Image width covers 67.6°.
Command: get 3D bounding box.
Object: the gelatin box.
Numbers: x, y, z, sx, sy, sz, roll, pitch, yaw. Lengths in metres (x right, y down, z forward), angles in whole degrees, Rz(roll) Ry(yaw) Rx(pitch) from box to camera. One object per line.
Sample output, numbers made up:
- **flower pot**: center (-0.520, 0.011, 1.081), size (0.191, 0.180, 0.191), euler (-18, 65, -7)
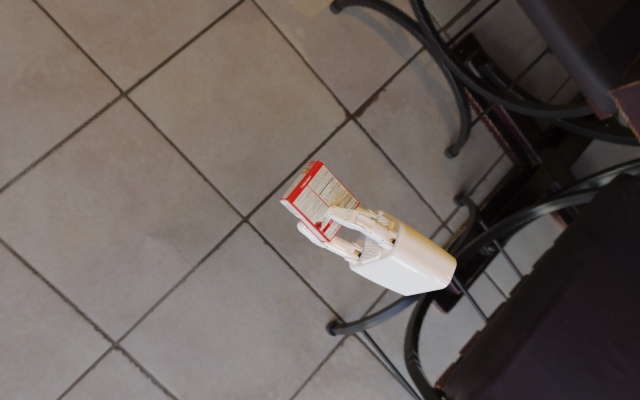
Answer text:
- **gelatin box**: center (0.000, 0.002, 0.645), size (0.089, 0.073, 0.030), euler (46, -20, -22)
